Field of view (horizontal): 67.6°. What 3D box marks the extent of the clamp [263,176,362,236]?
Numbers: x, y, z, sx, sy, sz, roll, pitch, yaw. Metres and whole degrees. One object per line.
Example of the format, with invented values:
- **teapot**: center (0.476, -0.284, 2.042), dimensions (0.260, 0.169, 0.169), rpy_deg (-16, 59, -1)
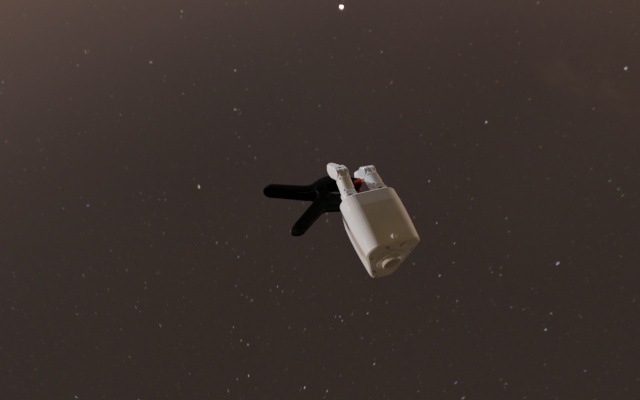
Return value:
- **clamp**: center (0.000, 0.003, 0.807), dimensions (0.171, 0.120, 0.039), rpy_deg (-13, -38, -16)
